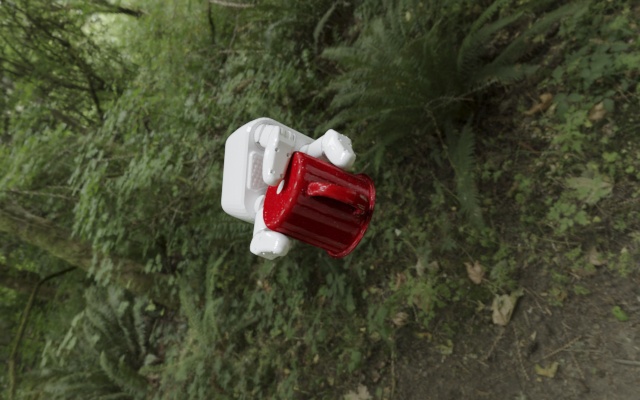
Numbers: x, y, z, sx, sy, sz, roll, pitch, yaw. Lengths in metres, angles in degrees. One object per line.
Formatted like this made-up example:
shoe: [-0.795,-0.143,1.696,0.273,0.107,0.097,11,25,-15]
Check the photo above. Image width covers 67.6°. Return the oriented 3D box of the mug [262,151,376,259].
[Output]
mug: [0.001,0.001,0.462,0.081,0.093,0.117,22,-11,-24]
